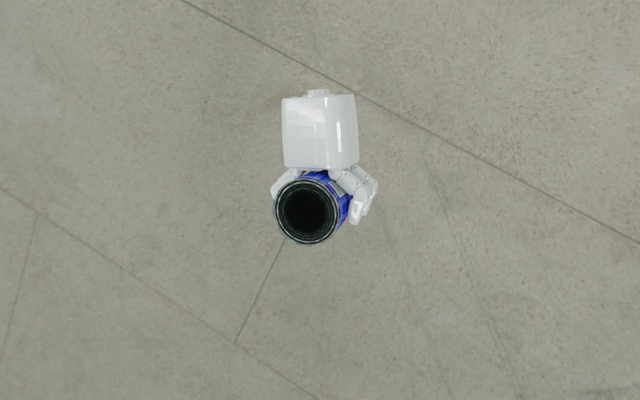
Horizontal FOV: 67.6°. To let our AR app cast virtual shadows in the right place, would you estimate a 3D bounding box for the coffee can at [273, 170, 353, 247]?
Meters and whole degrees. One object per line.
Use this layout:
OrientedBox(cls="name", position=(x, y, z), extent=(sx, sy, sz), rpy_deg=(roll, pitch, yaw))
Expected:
OrientedBox(cls="coffee can", position=(0.000, 0.003, 0.748), extent=(0.103, 0.103, 0.140), rpy_deg=(0, 13, 19))
